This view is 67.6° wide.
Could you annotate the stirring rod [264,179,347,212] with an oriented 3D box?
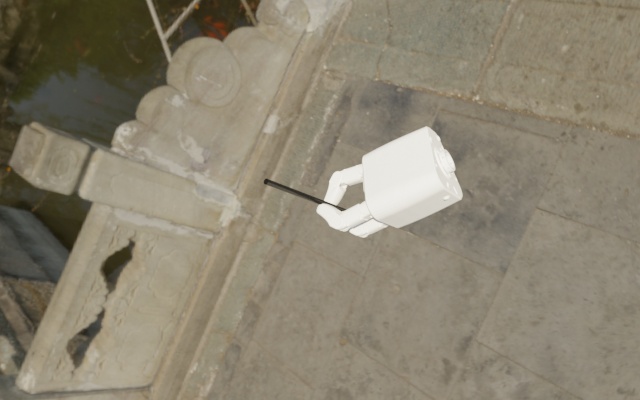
[{"bbox_3d":[0.000,0.002,0.709,0.011,0.011,0.239,0,-13,37],"label":"stirring rod"}]
